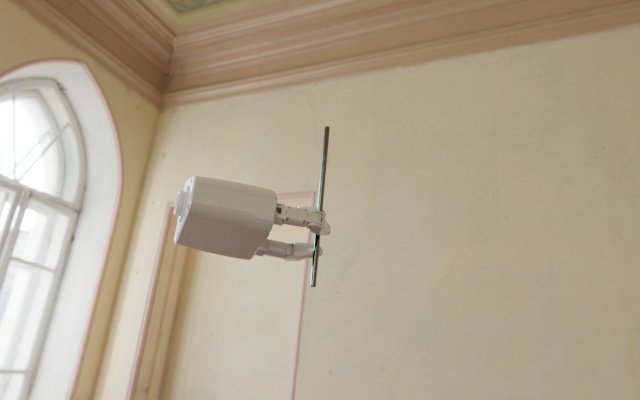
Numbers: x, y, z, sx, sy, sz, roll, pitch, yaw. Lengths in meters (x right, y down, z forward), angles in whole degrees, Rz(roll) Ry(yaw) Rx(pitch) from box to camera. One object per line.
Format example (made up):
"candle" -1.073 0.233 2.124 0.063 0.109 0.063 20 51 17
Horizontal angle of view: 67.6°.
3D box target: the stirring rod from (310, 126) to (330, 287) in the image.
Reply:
"stirring rod" 0.000 0.002 0.677 0.011 0.239 0.011 5 -21 2
